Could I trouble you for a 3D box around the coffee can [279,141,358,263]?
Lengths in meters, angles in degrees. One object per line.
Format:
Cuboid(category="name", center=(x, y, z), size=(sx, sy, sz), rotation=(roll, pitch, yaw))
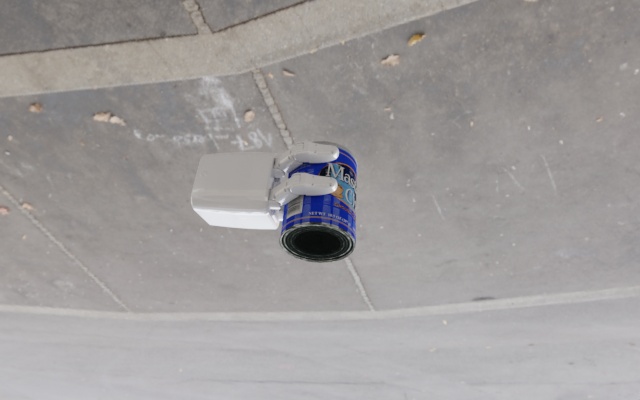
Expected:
Cuboid(category="coffee can", center=(0.000, 0.002, 0.675), size=(0.103, 0.140, 0.103), rotation=(3, -35, 2))
